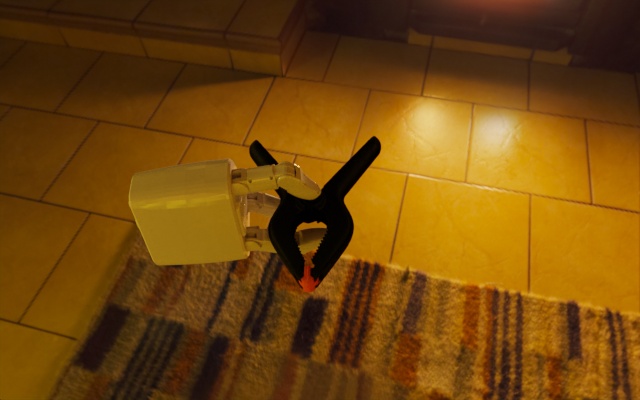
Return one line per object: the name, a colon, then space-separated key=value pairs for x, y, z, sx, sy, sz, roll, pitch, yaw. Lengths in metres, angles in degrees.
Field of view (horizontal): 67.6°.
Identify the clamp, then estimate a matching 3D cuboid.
clamp: x=0.000 y=0.002 z=0.546 sx=0.164 sy=0.209 sz=0.036 roll=-8 pitch=-36 yaw=1
